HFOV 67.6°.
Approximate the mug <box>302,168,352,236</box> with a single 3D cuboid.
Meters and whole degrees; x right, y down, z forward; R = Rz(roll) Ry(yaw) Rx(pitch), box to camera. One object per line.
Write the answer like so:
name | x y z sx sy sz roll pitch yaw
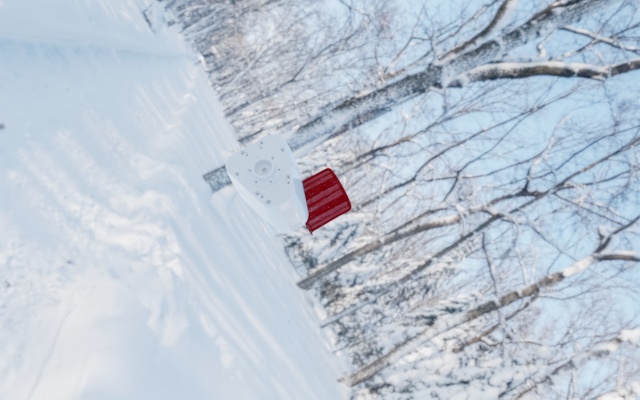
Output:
mug | 0.001 0.003 0.802 0.081 0.093 0.117 -29 -22 -4
